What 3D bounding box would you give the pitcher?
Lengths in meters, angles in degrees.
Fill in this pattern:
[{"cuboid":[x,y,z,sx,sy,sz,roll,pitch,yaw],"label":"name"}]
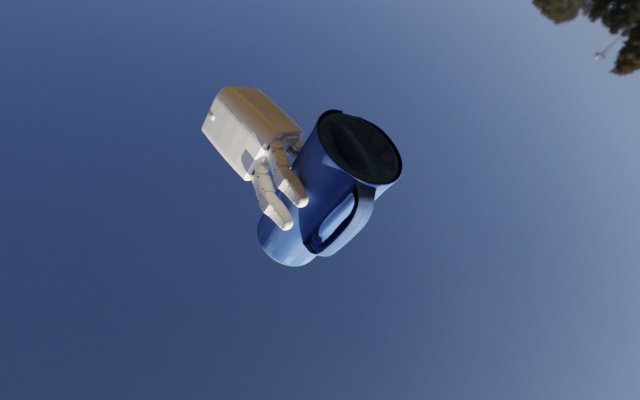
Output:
[{"cuboid":[0.000,0.002,0.697,0.149,0.145,0.243,-37,-11,-48],"label":"pitcher"}]
